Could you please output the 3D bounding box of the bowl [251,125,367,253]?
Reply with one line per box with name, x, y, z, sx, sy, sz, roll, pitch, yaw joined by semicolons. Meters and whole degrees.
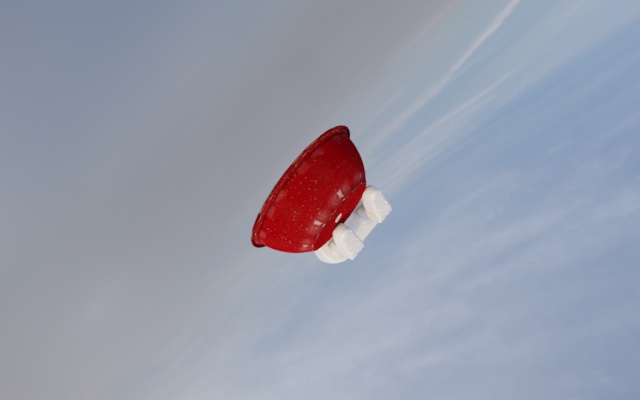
bowl;0.000;0.002;0.506;0.055;0.162;0.162;38;10;13
